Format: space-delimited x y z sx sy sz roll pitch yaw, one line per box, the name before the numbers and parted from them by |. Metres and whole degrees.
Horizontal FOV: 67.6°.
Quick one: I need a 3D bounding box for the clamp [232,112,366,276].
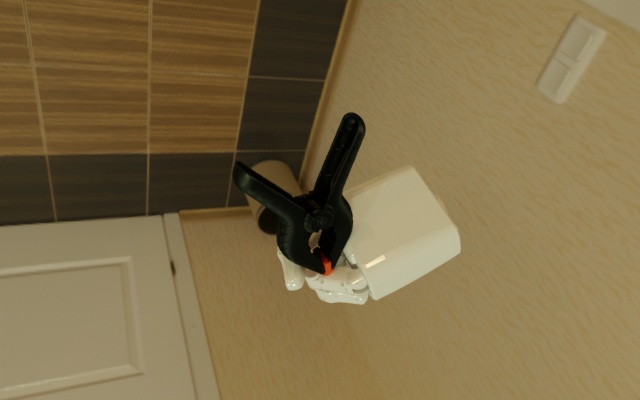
clamp | 0.000 0.002 0.438 0.120 0.039 0.172 -28 -41 -7
